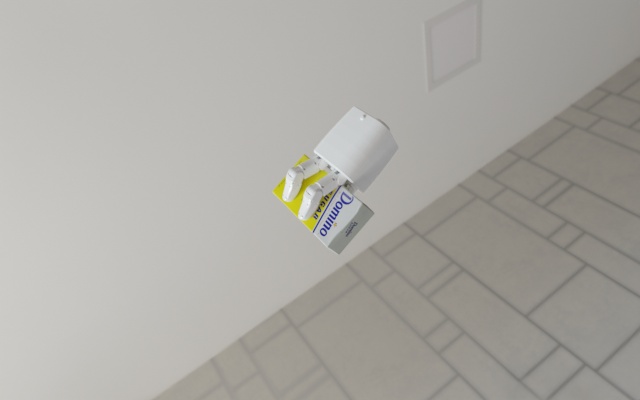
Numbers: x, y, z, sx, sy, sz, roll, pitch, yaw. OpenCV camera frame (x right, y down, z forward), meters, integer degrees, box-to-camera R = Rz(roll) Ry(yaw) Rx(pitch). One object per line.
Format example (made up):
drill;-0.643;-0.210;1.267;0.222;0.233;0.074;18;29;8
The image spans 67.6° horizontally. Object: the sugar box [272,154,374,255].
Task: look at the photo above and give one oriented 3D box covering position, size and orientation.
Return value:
sugar box;0.000;0.002;0.814;0.176;0.093;0.048;41;2;43
